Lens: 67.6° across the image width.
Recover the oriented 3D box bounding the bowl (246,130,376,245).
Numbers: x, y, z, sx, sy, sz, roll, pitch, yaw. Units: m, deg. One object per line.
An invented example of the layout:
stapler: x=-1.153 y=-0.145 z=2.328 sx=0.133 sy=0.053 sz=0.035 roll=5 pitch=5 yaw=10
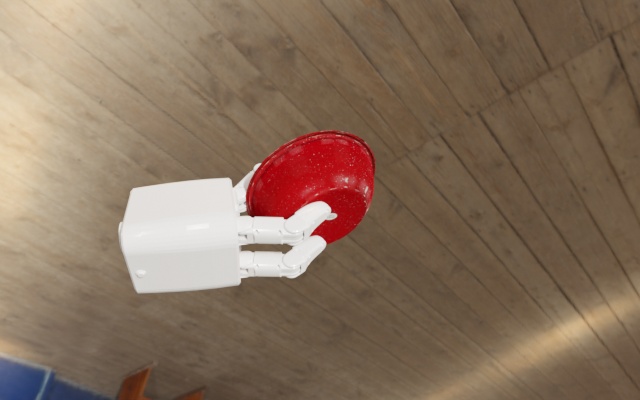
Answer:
bowl: x=0.001 y=0.002 z=0.542 sx=0.162 sy=0.162 sz=0.055 roll=0 pitch=42 yaw=-30
